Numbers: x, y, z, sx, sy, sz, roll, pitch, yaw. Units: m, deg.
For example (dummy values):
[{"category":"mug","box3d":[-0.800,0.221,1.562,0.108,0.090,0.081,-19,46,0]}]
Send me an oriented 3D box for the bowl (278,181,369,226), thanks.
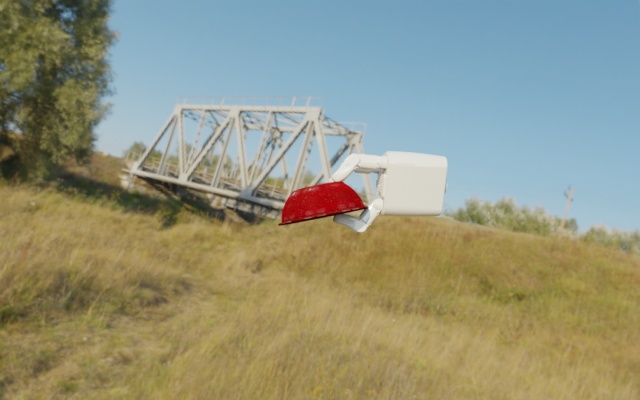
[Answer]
[{"category":"bowl","box3d":[-0.001,0.003,0.833,0.162,0.055,0.162,-12,-3,-1]}]
